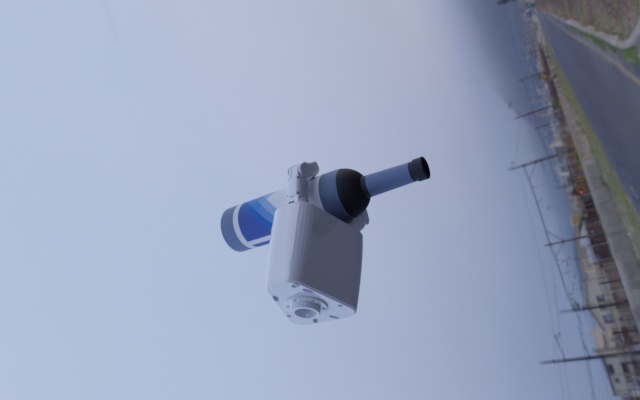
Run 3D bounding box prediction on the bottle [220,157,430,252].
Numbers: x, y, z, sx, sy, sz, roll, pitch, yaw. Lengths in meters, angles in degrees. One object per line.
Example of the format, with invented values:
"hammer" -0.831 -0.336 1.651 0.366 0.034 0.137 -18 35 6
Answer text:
"bottle" 0.000 0.002 0.626 0.296 0.069 0.069 -18 -9 28
